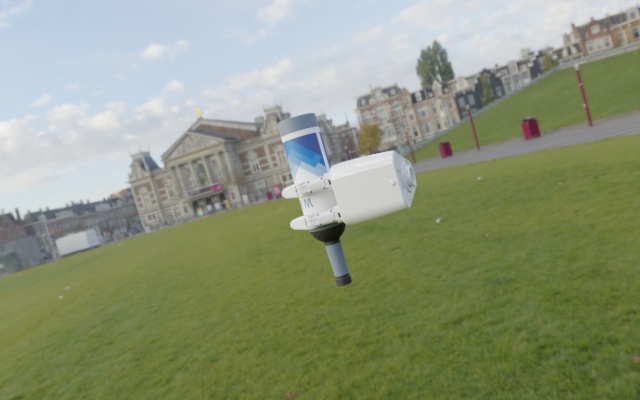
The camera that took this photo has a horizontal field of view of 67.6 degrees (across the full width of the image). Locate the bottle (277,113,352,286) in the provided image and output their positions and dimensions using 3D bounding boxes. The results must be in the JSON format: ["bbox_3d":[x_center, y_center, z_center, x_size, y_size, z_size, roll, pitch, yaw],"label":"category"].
[{"bbox_3d":[0.000,0.002,0.815,0.069,0.296,0.069,-16,3,1],"label":"bottle"}]
